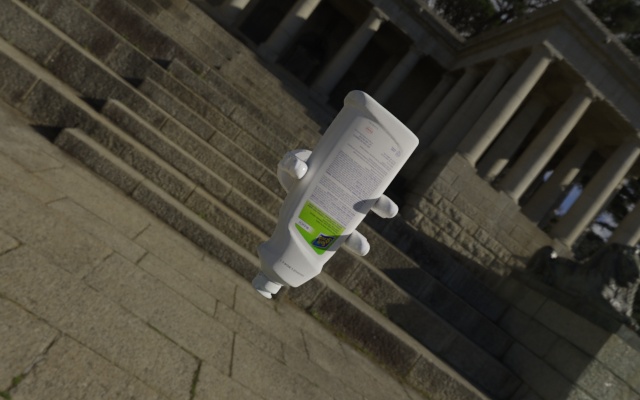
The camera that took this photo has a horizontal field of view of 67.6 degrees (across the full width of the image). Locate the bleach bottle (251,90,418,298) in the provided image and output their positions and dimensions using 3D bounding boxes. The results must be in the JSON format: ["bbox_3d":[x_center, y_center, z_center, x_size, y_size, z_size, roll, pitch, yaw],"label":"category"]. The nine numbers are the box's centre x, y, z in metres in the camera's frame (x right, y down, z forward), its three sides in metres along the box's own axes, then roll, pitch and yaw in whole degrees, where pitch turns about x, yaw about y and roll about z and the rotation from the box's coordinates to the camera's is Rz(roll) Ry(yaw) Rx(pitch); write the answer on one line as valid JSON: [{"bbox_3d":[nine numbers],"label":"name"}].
[{"bbox_3d":[0.000,0.002,0.558,0.102,0.251,0.068,38,1,-12],"label":"bleach bottle"}]
